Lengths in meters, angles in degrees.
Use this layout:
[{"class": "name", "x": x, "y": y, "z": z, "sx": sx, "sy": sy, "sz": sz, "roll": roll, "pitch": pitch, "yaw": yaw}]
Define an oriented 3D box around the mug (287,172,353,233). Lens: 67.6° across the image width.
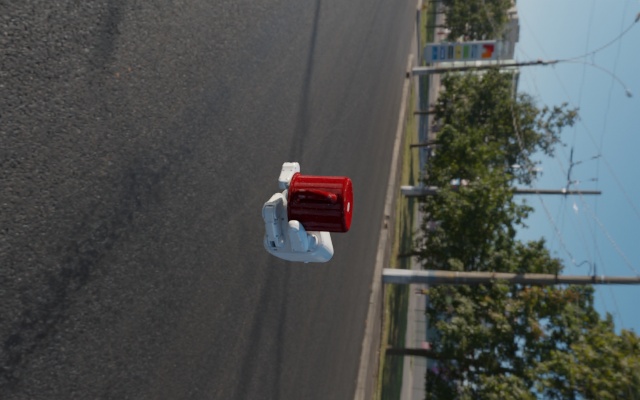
[{"class": "mug", "x": 0.000, "y": 0.002, "z": 0.689, "sx": 0.081, "sy": 0.093, "sz": 0.117, "roll": 2, "pitch": -14, "yaw": 13}]
